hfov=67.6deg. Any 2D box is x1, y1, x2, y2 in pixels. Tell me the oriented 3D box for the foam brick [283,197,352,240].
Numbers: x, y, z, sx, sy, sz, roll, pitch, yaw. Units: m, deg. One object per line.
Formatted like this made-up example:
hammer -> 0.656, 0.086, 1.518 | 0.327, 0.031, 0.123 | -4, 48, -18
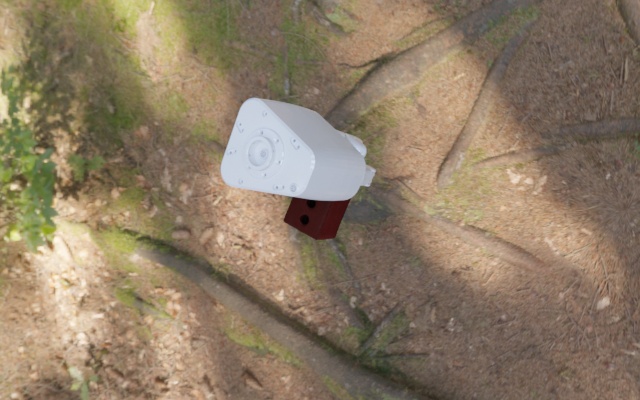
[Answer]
foam brick -> 0.000, 0.002, 0.577 | 0.053, 0.078, 0.051 | 27, 14, 25
